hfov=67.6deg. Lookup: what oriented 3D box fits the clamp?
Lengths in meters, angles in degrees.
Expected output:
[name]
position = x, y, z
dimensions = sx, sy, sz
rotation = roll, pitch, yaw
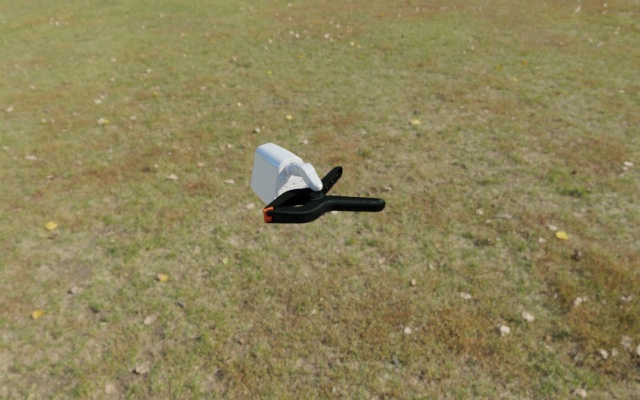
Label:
[clamp]
position = 0.000, 0.002, 0.859
dimensions = 0.210, 0.036, 0.164
rotation = -22, 35, -28
